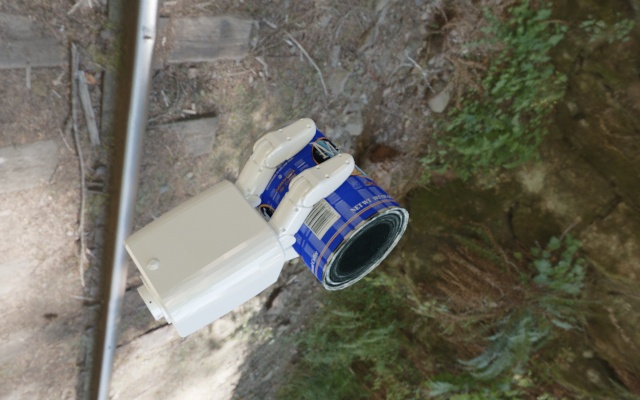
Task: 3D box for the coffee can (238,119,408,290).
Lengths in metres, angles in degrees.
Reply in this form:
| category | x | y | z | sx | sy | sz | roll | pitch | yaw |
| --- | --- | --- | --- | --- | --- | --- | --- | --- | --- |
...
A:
| category | x | y | z | sx | sy | sz | roll | pitch | yaw |
| --- | --- | --- | --- | --- | --- | --- | --- | --- | --- |
| coffee can | 0.000 | 0.001 | 0.467 | 0.140 | 0.103 | 0.103 | 46 | 26 | 28 |
